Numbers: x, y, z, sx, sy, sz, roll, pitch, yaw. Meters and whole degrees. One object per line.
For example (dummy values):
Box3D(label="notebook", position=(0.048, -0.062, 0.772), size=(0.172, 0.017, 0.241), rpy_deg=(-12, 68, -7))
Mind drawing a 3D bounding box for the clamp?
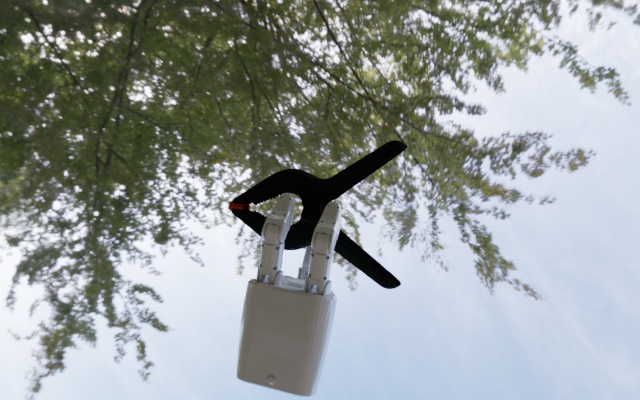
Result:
Box3D(label="clamp", position=(0.000, 0.002, 0.549), size=(0.210, 0.164, 0.036), rpy_deg=(9, -4, 12))
